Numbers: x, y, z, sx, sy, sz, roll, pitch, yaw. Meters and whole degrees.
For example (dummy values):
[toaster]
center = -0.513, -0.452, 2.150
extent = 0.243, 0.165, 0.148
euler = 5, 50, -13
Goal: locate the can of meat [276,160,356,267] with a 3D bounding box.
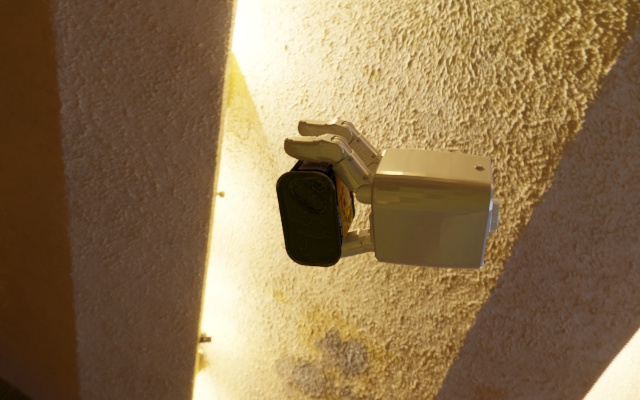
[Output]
[can of meat]
center = 0.000, 0.002, 0.484
extent = 0.057, 0.102, 0.084
euler = 1, 27, 17
